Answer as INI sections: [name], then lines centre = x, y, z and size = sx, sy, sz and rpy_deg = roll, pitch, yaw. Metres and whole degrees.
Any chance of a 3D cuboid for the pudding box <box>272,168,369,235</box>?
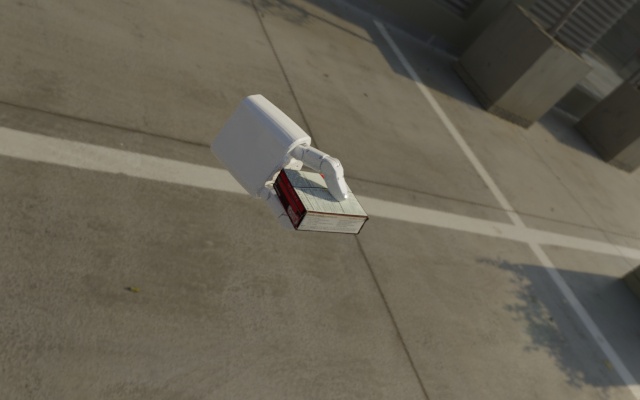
[pudding box]
centre = 0.000, 0.002, 0.662
size = 0.113, 0.039, 0.090
rpy_deg = 5, 40, -36
